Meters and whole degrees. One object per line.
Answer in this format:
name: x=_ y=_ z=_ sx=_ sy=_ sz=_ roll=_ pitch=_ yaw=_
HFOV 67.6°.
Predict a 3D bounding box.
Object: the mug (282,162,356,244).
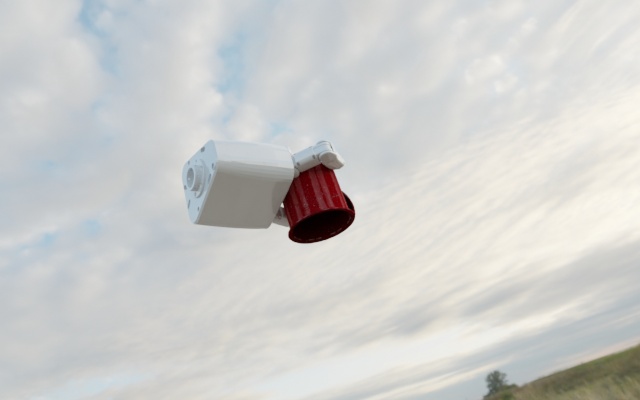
mug: x=0.001 y=0.002 z=0.655 sx=0.117 sy=0.081 sz=0.093 roll=4 pitch=-36 yaw=-37
